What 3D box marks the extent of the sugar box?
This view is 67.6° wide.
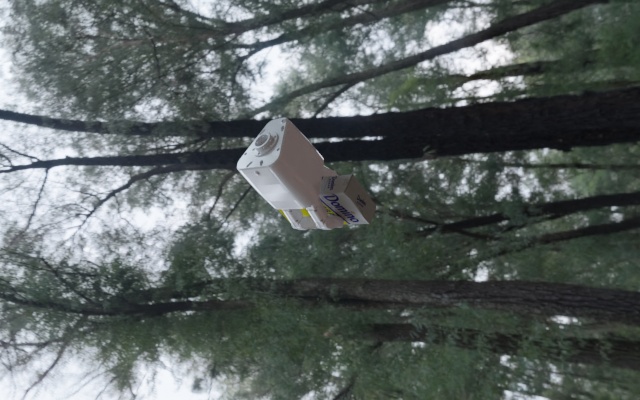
[{"bbox_3d":[0.000,0.003,0.848,0.176,0.048,0.093,-1,-38,39],"label":"sugar box"}]
